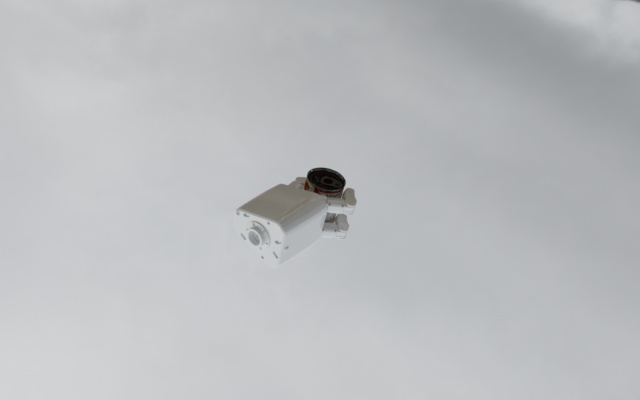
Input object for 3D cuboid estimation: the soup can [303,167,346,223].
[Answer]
[{"bbox_3d":[0.000,0.003,0.835,0.068,0.102,0.068,9,36,-7],"label":"soup can"}]
